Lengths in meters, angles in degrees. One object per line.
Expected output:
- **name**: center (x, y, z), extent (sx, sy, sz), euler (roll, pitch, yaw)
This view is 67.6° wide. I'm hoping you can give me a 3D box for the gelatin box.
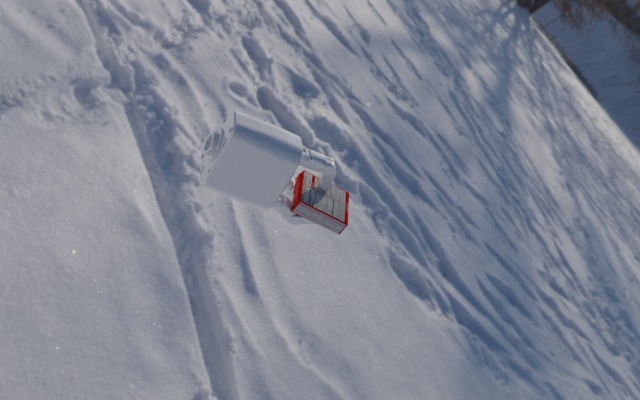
- **gelatin box**: center (0.001, 0.002, 0.733), extent (0.089, 0.073, 0.030), euler (26, -51, -18)
